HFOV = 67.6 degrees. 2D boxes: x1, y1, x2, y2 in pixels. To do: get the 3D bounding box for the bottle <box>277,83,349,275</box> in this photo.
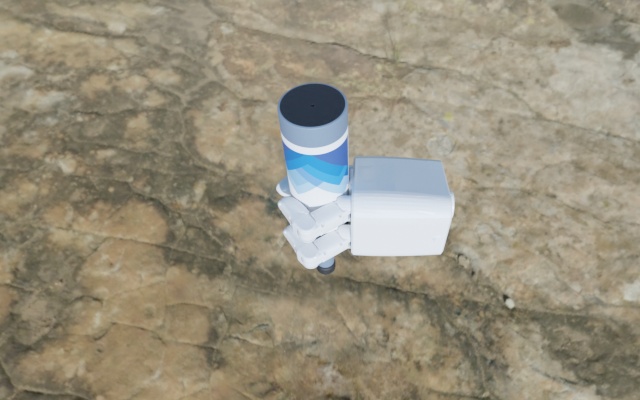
[{"bbox_3d":[0.000,0.002,0.562,0.069,0.069,0.296,0,-39,4],"label":"bottle"}]
